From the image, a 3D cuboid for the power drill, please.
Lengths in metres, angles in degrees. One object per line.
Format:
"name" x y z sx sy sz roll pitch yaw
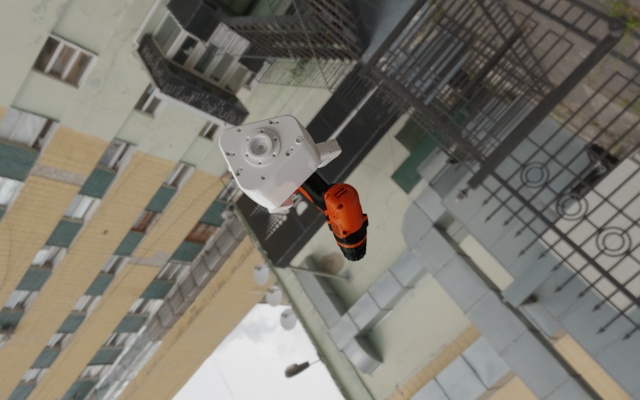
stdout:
"power drill" 0.000 0.002 0.759 0.187 0.057 0.185 39 -21 30
